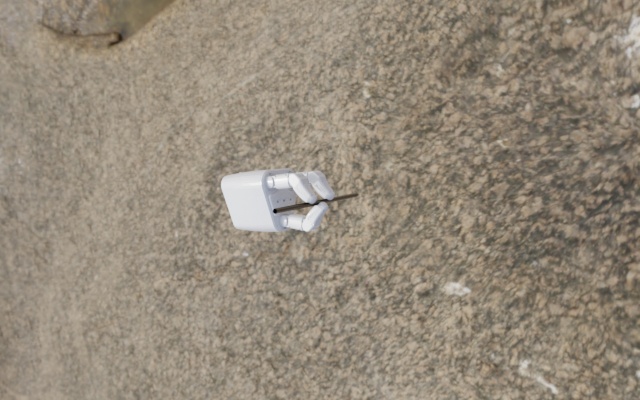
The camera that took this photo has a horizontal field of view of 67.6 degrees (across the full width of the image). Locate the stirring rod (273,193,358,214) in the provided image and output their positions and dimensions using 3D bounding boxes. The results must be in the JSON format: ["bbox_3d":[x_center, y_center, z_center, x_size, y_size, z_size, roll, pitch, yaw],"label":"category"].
[{"bbox_3d":[0.000,0.003,0.802,0.011,0.011,0.239,0,6,34],"label":"stirring rod"}]
